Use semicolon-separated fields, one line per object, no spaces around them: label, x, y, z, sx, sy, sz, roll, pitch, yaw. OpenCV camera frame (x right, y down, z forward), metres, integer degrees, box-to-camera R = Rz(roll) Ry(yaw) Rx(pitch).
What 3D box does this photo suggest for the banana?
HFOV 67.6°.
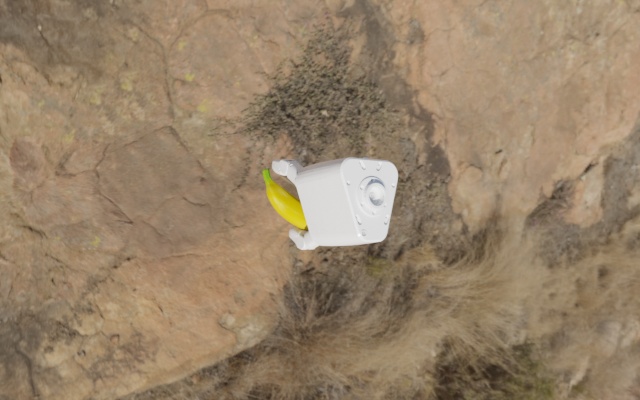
banana;-0.007;0.018;0.742;0.198;0.069;0.037;26;-24;-27
